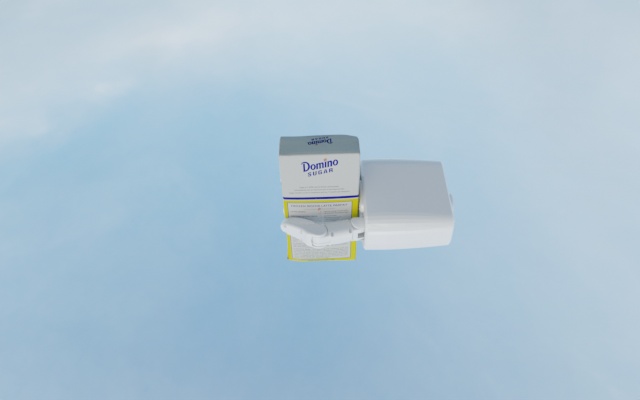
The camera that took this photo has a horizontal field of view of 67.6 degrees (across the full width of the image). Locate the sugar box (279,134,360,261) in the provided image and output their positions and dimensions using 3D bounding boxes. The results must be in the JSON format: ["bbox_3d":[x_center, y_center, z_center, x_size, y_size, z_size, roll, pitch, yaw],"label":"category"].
[{"bbox_3d":[0.000,0.002,0.594,0.093,0.176,0.048,-1,39,-1],"label":"sugar box"}]
